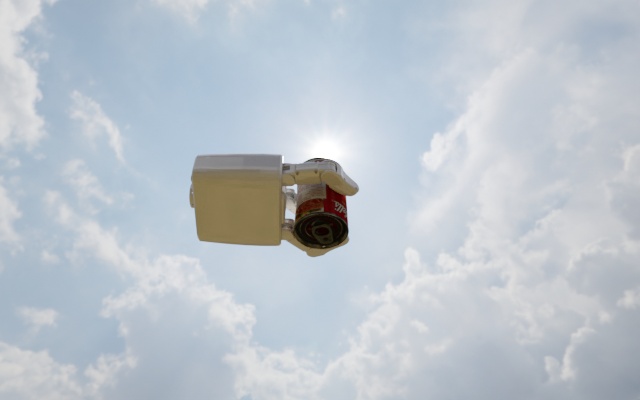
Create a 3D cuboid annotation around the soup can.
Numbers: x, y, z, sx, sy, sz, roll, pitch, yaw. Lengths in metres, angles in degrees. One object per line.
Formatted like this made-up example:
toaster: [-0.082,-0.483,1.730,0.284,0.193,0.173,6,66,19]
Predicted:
soup can: [0.001,0.002,0.614,0.068,0.102,0.069,0,-43,0]
